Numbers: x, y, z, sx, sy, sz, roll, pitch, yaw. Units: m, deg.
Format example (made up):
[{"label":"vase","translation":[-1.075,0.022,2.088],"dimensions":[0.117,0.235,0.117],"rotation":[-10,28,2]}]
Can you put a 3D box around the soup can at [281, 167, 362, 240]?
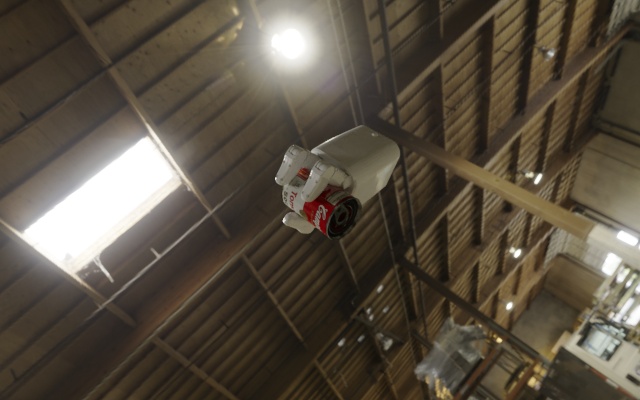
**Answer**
[{"label":"soup can","translation":[0.000,0.002,0.692],"dimensions":[0.102,0.068,0.068],"rotation":[35,22,34]}]
